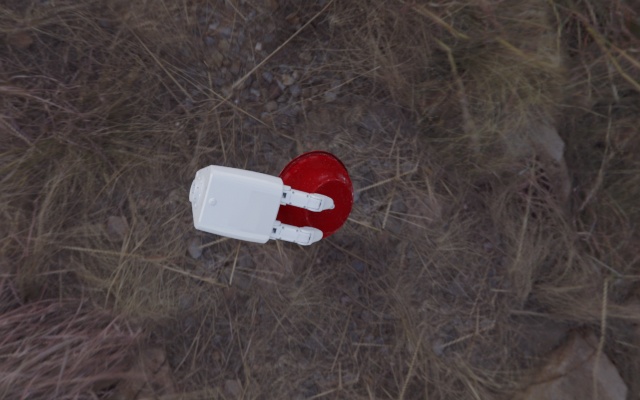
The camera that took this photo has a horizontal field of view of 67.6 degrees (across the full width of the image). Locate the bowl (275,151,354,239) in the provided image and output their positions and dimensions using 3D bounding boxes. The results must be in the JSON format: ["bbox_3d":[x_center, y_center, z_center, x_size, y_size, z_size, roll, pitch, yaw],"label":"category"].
[{"bbox_3d":[0.001,0.003,0.784,0.162,0.162,0.055,0,17,-36],"label":"bowl"}]
